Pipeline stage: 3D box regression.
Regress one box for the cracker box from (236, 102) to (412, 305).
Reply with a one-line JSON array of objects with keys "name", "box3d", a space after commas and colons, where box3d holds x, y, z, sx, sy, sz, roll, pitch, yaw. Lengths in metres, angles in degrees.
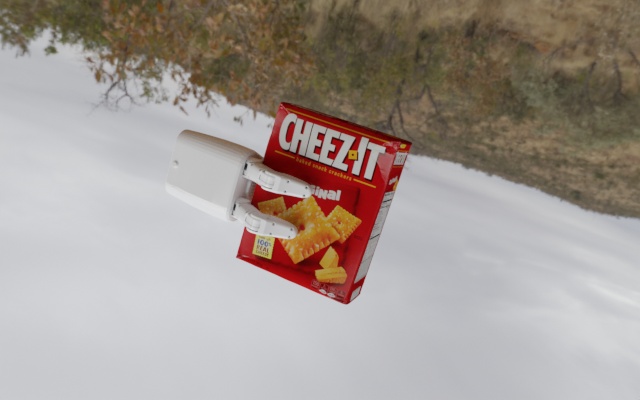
[{"name": "cracker box", "box3d": [0.000, 0.002, 0.608, 0.164, 0.214, 0.072, 21, 12, 18]}]
